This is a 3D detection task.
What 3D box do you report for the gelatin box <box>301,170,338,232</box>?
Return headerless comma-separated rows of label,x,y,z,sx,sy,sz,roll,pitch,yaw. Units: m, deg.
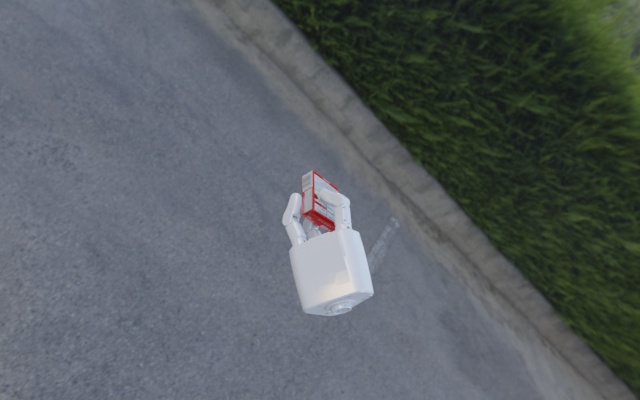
gelatin box,0.000,0.002,0.835,0.030,0.089,0.073,-27,-43,31
